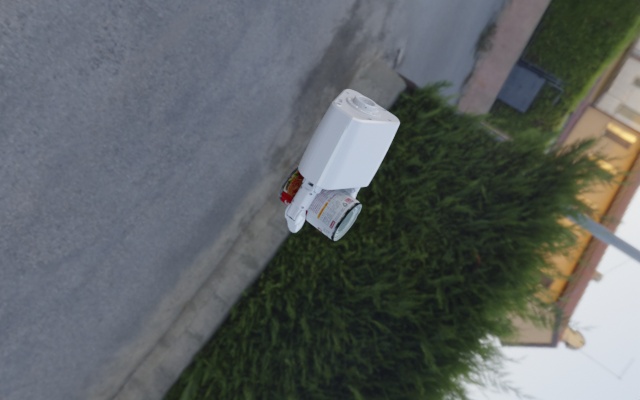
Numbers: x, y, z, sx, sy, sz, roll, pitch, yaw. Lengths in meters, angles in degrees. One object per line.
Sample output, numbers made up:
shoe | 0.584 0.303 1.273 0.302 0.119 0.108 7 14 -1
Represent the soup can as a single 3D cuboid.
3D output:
soup can | 0.000 0.003 0.689 0.102 0.068 0.068 37 12 16
